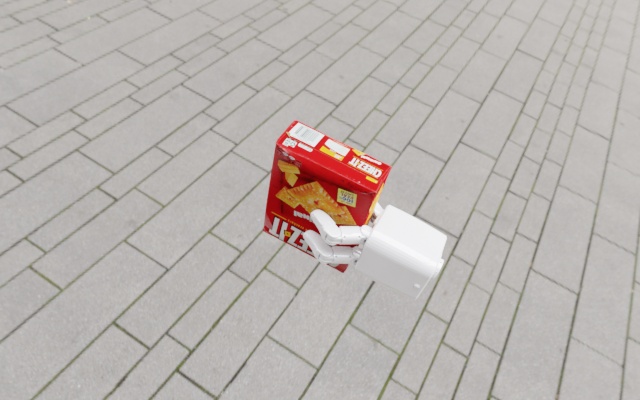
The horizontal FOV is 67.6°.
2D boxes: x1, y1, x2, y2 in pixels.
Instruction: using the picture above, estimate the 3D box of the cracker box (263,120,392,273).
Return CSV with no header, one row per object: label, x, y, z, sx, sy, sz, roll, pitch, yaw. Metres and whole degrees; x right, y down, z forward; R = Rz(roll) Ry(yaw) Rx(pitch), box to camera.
cracker box,0.000,0.002,0.753,0.164,0.214,0.072,27,49,10
